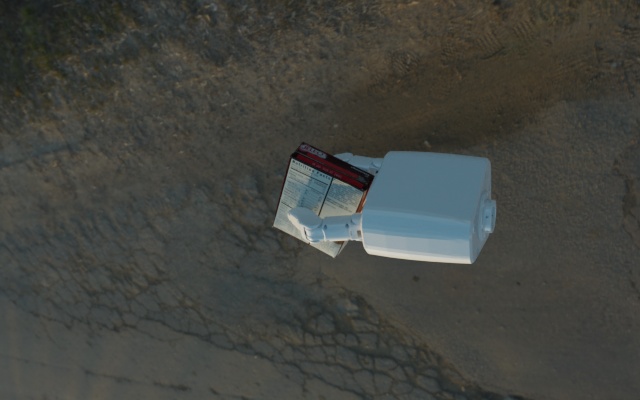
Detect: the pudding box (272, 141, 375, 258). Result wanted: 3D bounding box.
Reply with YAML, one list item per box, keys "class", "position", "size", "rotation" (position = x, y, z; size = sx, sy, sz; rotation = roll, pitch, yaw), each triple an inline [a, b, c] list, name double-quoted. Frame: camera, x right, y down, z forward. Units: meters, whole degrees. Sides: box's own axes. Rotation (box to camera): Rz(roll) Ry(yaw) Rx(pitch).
- class: "pudding box"
  position: [0.000, 0.002, 0.537]
  size: [0.090, 0.114, 0.039]
  rotation: [27, 40, 8]
